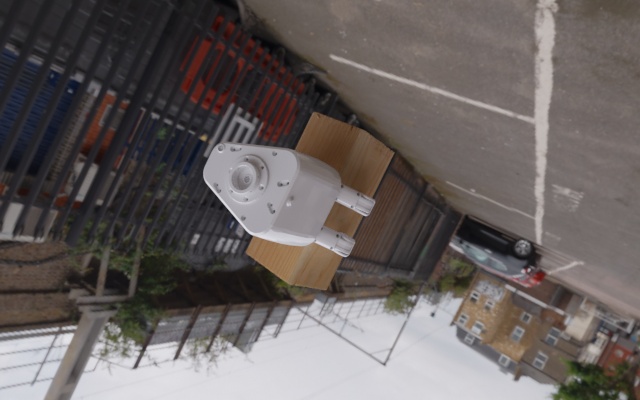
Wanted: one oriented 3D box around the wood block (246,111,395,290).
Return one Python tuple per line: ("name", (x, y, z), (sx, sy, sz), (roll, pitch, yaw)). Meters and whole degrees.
("wood block", (0.000, 0.002, 0.630), (0.090, 0.206, 0.090), (29, 4, 36))
